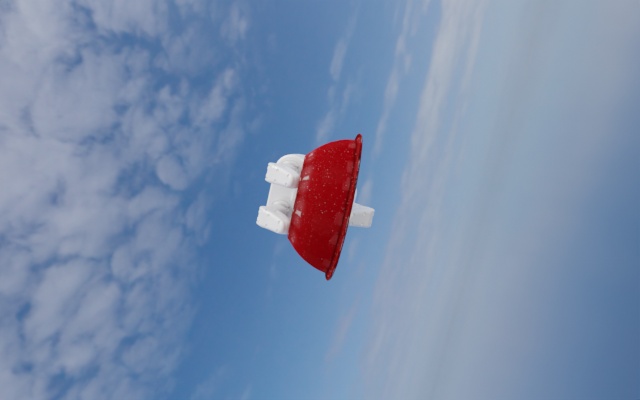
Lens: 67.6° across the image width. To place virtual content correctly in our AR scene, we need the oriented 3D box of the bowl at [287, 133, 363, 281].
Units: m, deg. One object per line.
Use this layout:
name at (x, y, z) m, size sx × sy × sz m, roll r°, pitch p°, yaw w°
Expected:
bowl at (0.000, 0.001, 0.515) m, size 0.055 × 0.162 × 0.162 m, roll 12°, pitch -1°, yaw -3°
